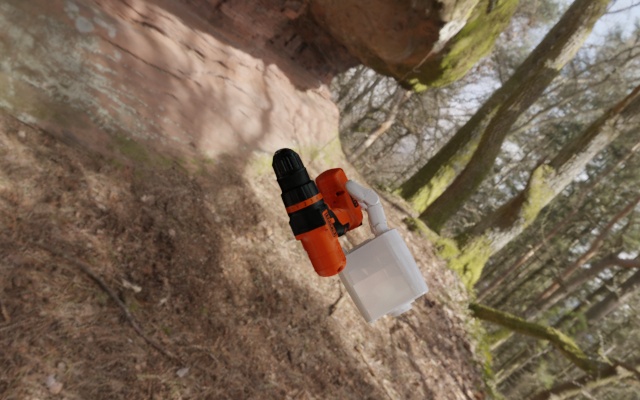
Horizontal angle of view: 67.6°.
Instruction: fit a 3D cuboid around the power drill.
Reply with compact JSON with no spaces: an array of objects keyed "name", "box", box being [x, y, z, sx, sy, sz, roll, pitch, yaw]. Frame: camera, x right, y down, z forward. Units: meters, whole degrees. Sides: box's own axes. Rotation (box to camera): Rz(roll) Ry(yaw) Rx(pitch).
[{"name":"power drill","box":[0.000,0.002,0.706,0.057,0.184,0.187,-19,6,20]}]
